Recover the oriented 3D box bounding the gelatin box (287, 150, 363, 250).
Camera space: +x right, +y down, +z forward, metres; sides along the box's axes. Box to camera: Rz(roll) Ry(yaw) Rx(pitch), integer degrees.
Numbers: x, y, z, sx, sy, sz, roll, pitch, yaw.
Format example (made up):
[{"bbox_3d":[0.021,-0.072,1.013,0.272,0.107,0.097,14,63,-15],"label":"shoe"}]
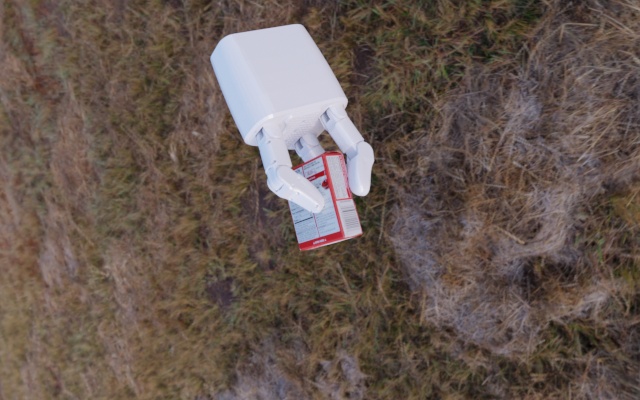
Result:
[{"bbox_3d":[0.000,0.002,0.497,0.030,0.089,0.073,-8,-9,-42],"label":"gelatin box"}]
